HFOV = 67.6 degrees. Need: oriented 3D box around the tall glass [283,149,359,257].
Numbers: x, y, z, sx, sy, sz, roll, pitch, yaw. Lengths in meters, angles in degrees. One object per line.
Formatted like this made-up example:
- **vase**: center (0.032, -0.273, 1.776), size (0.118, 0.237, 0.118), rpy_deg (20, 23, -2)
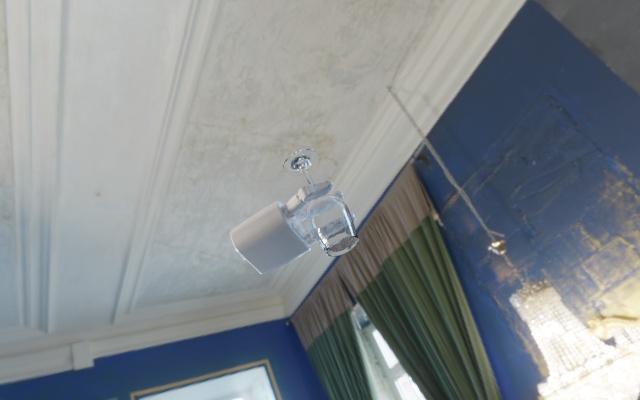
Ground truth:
- **tall glass**: center (0.000, 0.002, 0.870), size (0.079, 0.201, 0.079), rpy_deg (-19, -32, -13)
